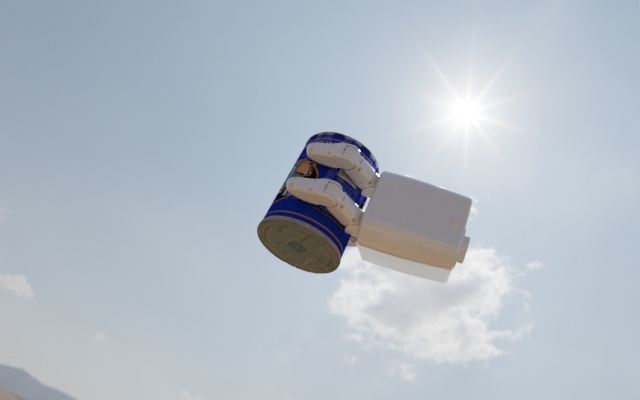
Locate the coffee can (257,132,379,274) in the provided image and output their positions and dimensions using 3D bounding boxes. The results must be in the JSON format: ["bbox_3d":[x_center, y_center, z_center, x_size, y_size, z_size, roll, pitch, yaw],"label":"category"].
[{"bbox_3d":[0.000,0.002,0.577,0.103,0.140,0.103,19,-33,13],"label":"coffee can"}]
